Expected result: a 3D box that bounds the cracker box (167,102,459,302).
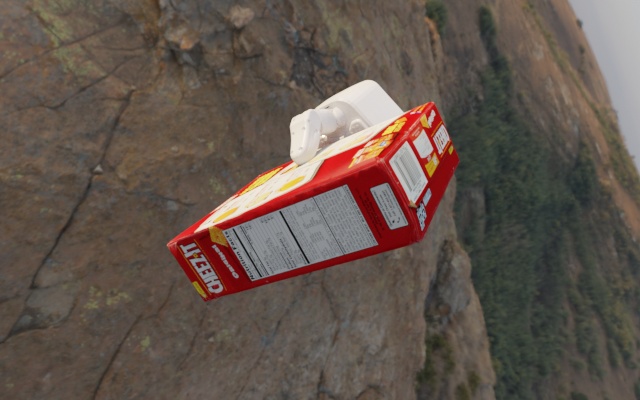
[{"bbox_3d":[0.000,0.001,0.421,0.214,0.072,0.164,-21,14,31],"label":"cracker box"}]
